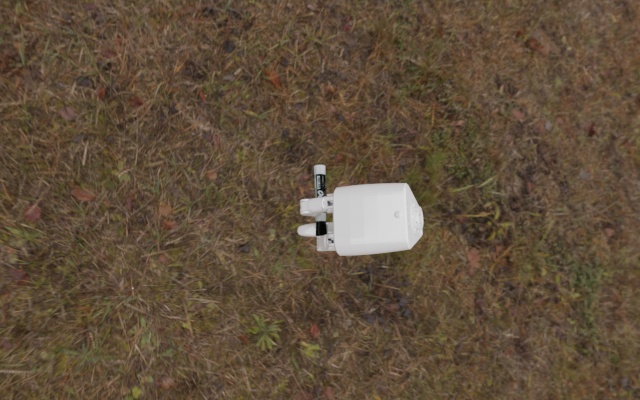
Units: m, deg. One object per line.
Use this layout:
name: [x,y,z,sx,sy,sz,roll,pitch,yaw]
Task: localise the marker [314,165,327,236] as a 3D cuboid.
marker: [0.000,0.003,0.778,0.020,0.121,0.020,-1,-10,0]
